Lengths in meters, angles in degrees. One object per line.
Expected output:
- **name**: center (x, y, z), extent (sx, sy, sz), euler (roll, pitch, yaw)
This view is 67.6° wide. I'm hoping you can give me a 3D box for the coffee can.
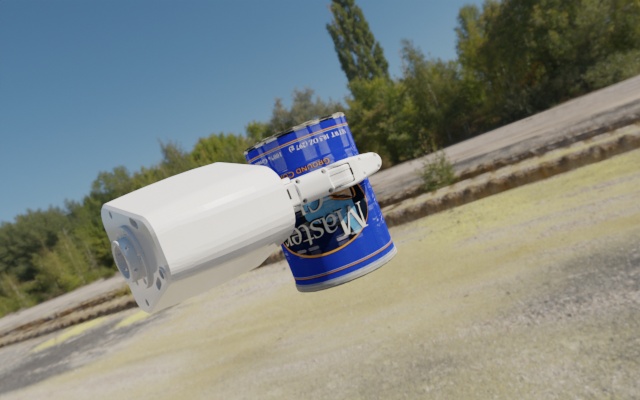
- **coffee can**: center (0.000, 0.002, 0.453), extent (0.103, 0.140, 0.103), euler (-21, 3, 1)
